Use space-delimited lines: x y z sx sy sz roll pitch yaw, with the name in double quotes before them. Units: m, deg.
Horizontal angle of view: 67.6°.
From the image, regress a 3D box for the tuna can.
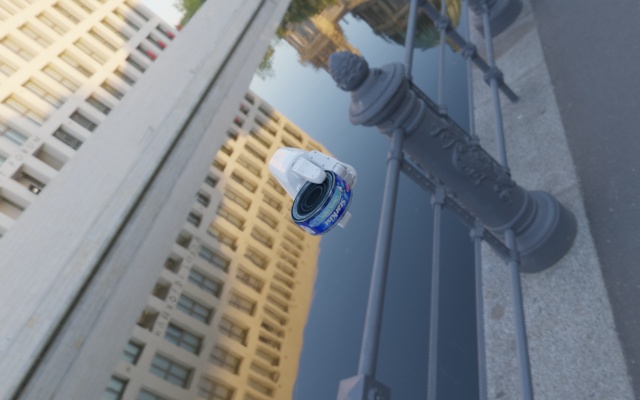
"tuna can" 0.000 0.002 0.632 0.034 0.086 0.086 37 -19 -27
